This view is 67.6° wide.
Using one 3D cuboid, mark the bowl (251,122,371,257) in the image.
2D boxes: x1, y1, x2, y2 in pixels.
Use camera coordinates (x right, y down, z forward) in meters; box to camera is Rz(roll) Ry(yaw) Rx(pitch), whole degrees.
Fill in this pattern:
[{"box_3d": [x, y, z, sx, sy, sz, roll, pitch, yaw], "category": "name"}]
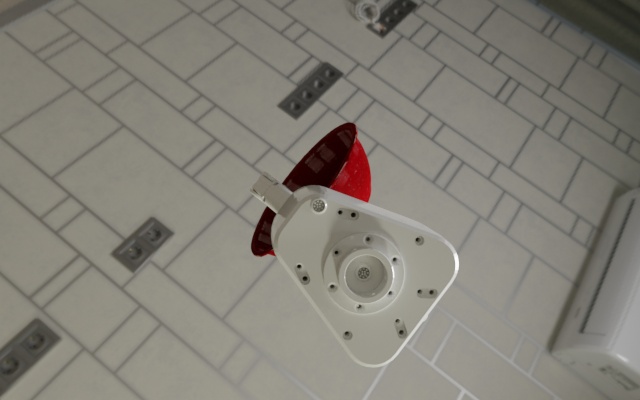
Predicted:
[{"box_3d": [0.000, 0.001, 0.480, 0.055, 0.162, 0.162, 37, -13, -17], "category": "bowl"}]
